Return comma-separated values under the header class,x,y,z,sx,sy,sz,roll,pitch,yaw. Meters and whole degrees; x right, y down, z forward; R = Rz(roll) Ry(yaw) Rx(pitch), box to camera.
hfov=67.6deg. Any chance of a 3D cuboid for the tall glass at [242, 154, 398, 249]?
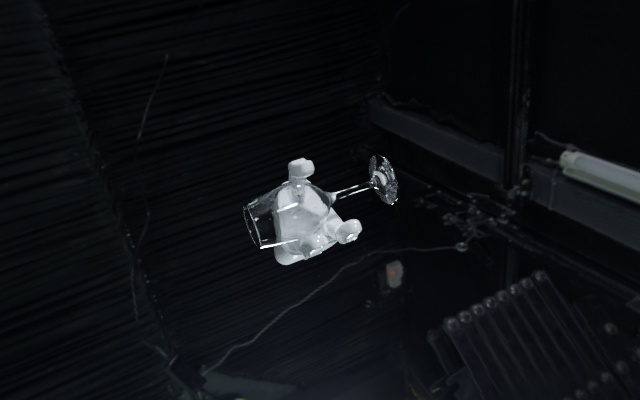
class,x,y,z,sx,sy,sz,roll,pitch,yaw
tall glass,0.001,0.002,0.642,0.201,0.079,0.079,-19,6,-19
